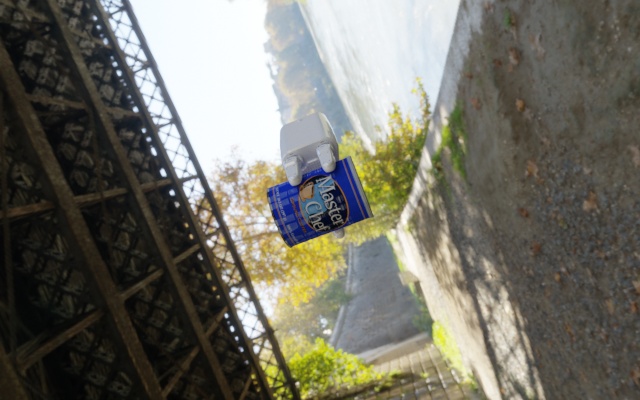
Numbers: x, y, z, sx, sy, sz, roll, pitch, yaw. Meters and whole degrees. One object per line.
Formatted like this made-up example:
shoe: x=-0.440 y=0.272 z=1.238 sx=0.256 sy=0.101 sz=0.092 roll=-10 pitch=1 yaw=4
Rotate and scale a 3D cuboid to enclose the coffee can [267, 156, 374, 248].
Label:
coffee can: x=0.000 y=0.003 z=0.748 sx=0.140 sy=0.103 sz=0.103 roll=-21 pitch=-2 yaw=5
